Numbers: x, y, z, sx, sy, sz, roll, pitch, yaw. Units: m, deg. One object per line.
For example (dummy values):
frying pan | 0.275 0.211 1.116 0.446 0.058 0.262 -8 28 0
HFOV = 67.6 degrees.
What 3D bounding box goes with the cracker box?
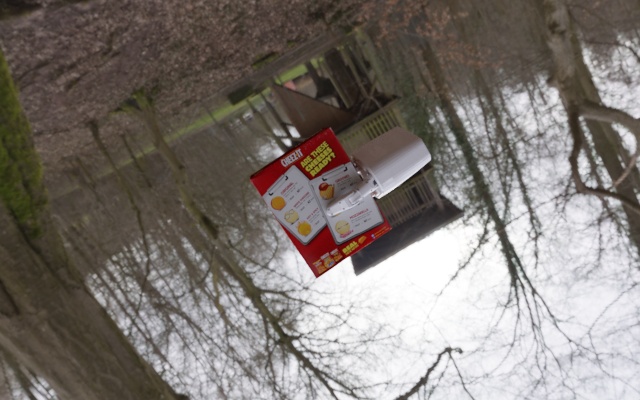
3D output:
cracker box | 0.000 0.003 0.849 0.164 0.214 0.072 -34 12 -4
